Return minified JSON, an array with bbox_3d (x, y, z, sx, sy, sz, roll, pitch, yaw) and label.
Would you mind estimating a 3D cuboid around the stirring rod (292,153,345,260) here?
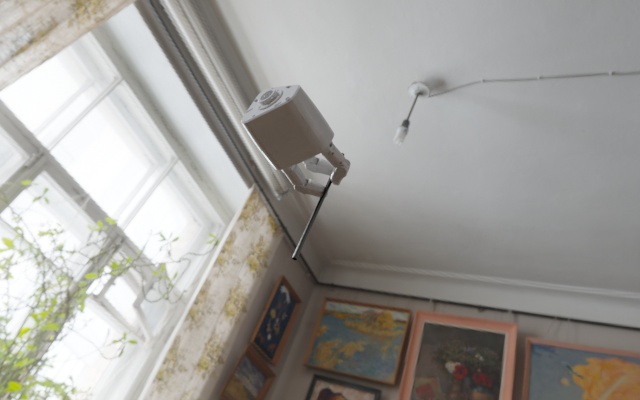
[{"bbox_3d":[0.000,0.003,0.815,0.011,0.239,0.011,16,-37,12],"label":"stirring rod"}]
